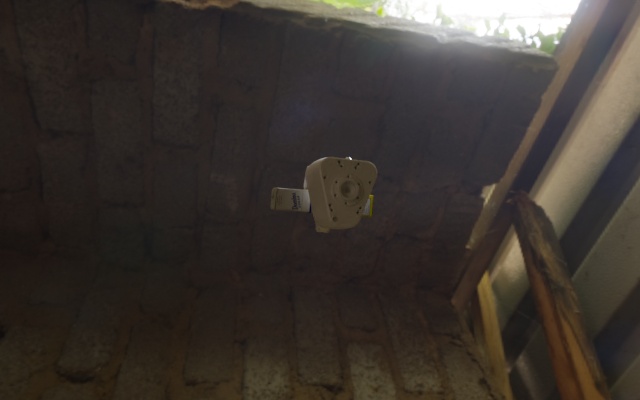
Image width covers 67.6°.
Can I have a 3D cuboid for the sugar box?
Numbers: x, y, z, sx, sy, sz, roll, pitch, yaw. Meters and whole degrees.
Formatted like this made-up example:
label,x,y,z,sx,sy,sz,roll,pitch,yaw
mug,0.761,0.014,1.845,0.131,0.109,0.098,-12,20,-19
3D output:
label,x,y,z,sx,sy,sz,roll,pitch,yaw
sugar box,0.000,0.002,0.877,0.176,0.048,0.093,7,-1,-11
